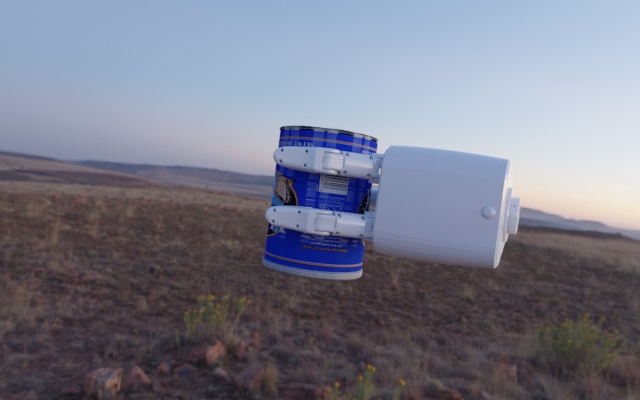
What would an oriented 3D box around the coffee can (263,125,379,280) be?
[{"bbox_3d":[0.000,0.002,0.490,0.103,0.140,0.103,7,1,0],"label":"coffee can"}]
